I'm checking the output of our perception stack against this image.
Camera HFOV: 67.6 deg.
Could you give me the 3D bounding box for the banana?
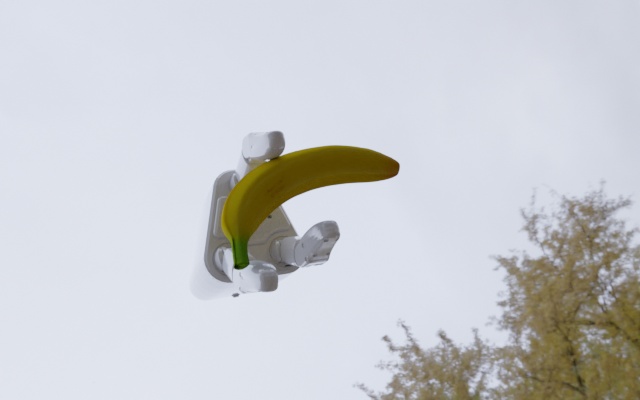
[{"bbox_3d":[-0.013,-0.012,0.411,0.197,0.069,0.037,-31,-8,-35],"label":"banana"}]
